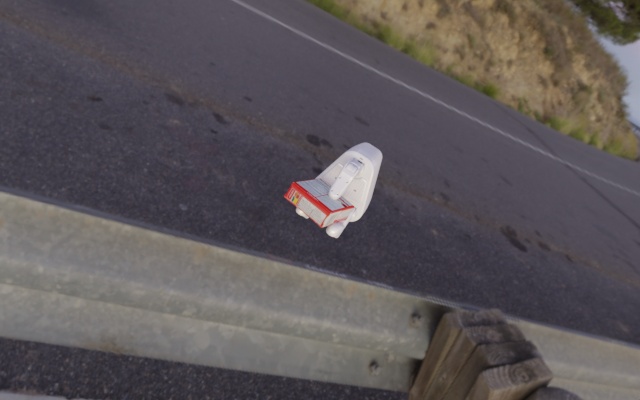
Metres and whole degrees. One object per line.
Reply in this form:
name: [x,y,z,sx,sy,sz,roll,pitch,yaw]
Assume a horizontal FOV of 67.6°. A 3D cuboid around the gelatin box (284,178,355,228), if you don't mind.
gelatin box: [0.000,0.002,0.699,0.073,0.030,0.089,39,21,18]
